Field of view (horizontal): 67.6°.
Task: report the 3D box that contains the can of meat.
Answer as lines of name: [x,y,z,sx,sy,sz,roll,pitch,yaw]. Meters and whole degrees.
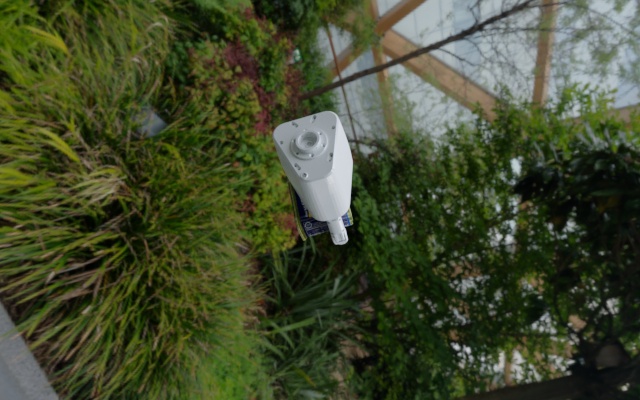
can of meat: [0.000,0.002,0.754,0.084,0.102,0.057,-16,-35,4]
